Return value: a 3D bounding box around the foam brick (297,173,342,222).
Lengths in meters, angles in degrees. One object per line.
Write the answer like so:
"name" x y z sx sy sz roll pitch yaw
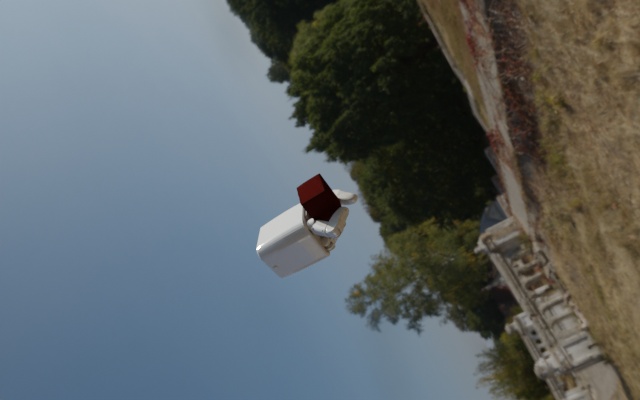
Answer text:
"foam brick" 0.000 0.003 0.857 0.051 0.078 0.053 -29 39 11
